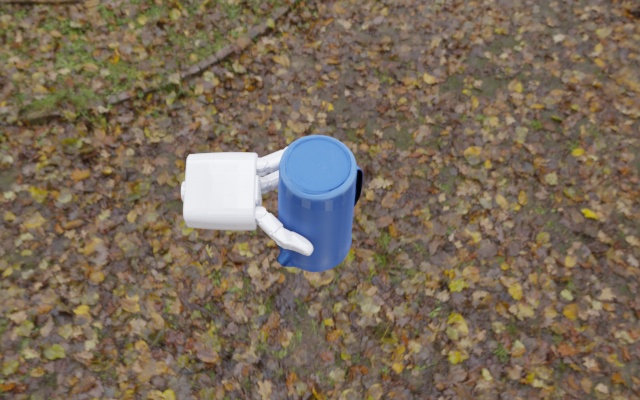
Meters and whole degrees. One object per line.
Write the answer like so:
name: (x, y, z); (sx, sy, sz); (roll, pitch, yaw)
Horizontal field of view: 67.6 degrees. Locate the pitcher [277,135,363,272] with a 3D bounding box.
pitcher: (0.000, 0.003, 0.754); (0.145, 0.149, 0.243); (3, -29, -1)
